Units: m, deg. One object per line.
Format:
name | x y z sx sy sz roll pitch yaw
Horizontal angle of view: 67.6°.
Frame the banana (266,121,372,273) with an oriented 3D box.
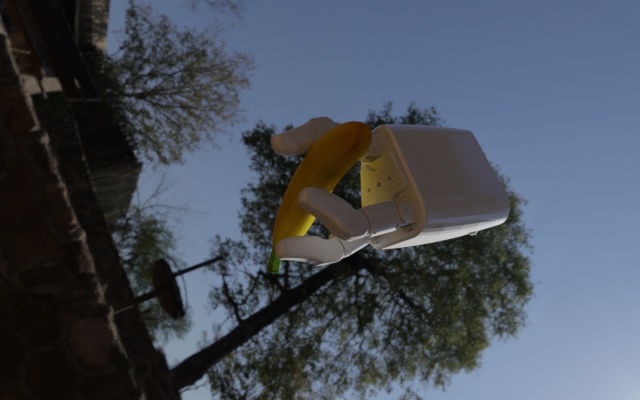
banana | -0.003 -0.011 0.428 0.037 0.069 0.198 12 -43 -20
